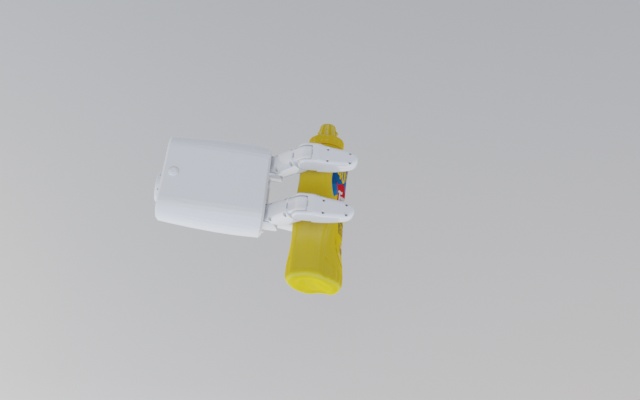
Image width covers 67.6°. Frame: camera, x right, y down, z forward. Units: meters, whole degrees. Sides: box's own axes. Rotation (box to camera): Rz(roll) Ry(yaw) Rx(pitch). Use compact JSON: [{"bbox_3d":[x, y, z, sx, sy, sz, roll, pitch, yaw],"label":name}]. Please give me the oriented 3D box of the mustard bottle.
[{"bbox_3d":[0.000,0.002,0.528,0.058,0.191,0.096,0,-22,12],"label":"mustard bottle"}]
